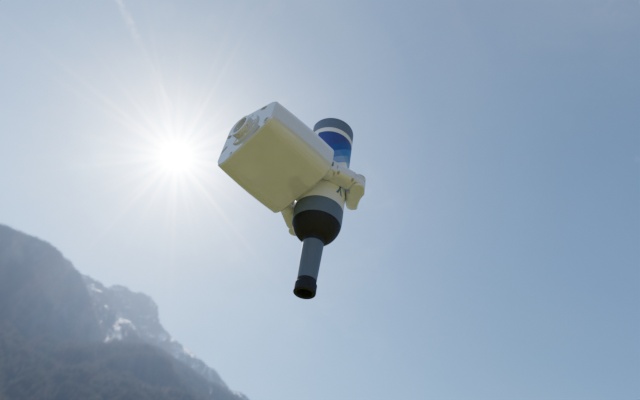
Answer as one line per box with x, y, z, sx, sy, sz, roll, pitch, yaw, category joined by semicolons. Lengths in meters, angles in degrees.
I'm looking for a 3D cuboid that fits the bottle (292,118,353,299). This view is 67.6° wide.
0.000;0.002;0.658;0.069;0.295;0.069;5;-42;5;bottle
